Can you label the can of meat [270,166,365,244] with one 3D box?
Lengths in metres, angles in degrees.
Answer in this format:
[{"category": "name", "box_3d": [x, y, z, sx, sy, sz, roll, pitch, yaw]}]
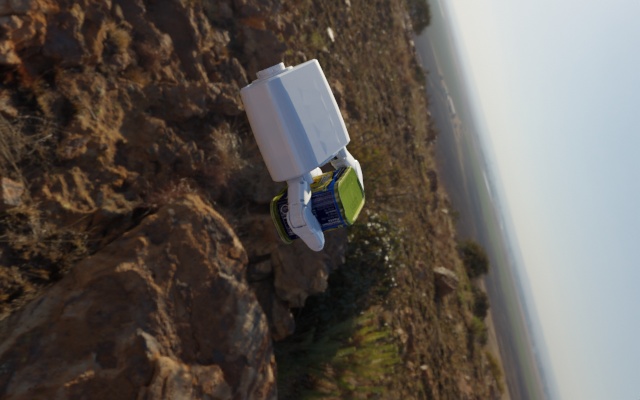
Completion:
[{"category": "can of meat", "box_3d": [0.000, 0.002, 0.570, 0.084, 0.057, 0.102, -15, 16, 21]}]
